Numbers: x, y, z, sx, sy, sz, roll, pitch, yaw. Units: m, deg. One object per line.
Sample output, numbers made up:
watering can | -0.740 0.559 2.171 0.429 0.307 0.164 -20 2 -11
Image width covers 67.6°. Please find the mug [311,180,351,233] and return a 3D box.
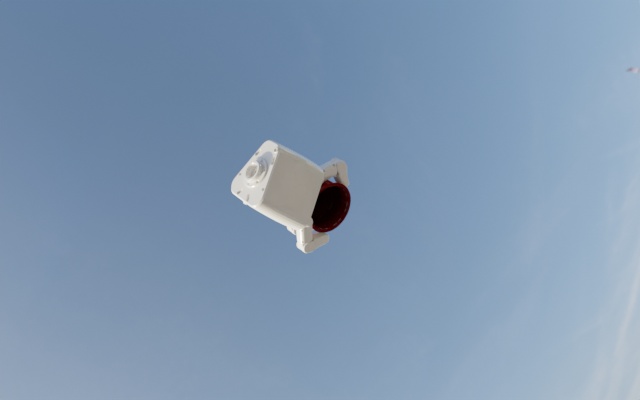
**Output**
mug | 0.001 0.003 0.856 0.117 0.093 0.081 29 1 -45
